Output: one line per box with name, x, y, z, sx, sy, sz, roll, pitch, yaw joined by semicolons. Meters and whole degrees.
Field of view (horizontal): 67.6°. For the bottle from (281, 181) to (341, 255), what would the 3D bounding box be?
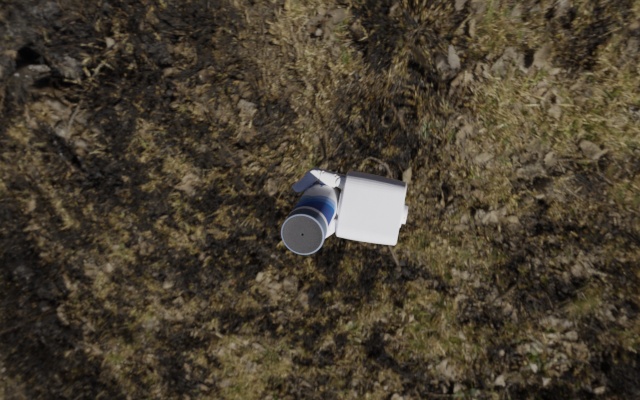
bottle;0.000;0.003;0.847;0.069;0.069;0.295;0;19;11
